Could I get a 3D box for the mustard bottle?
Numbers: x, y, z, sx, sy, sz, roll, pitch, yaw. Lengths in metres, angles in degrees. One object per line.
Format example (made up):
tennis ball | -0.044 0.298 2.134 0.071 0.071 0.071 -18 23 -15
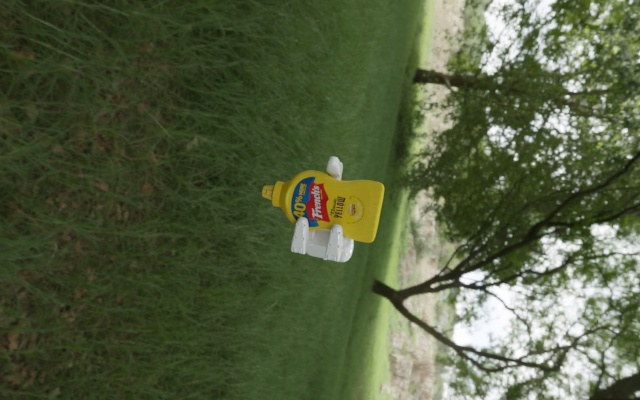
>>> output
mustard bottle | 0.000 0.003 0.762 0.191 0.096 0.058 11 6 9
